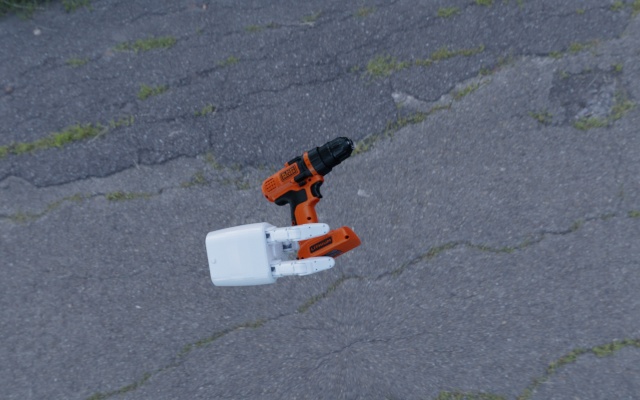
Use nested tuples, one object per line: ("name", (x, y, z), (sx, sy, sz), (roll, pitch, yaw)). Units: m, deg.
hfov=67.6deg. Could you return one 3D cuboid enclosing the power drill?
("power drill", (0.000, 0.003, 0.807), (0.184, 0.187, 0.057), (-31, -27, 20))
